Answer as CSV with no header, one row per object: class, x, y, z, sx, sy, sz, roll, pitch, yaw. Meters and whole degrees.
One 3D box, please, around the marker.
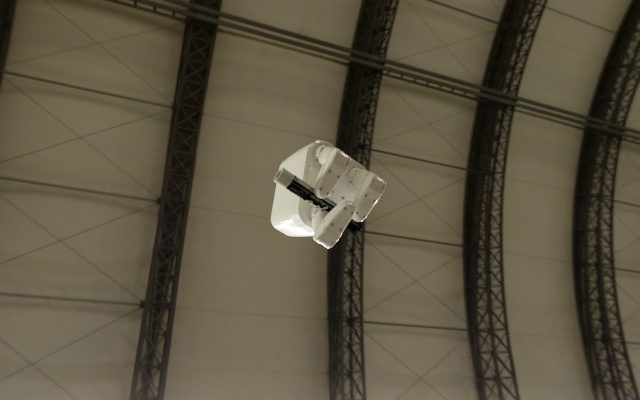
marker,0.000,0.002,0.556,0.121,0.020,0.020,33,-13,-20
